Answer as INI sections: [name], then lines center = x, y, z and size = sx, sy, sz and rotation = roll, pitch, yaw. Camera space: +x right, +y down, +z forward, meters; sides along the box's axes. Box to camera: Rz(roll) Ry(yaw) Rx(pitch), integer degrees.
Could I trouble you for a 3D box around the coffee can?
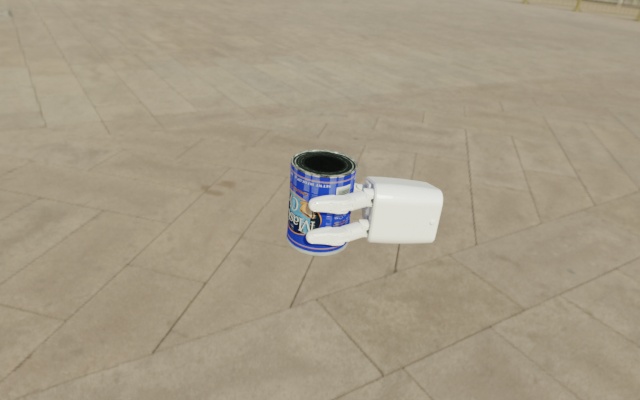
[coffee can]
center = 0.000, 0.003, 0.760
size = 0.103, 0.140, 0.102
rotation = 4, 28, -2
